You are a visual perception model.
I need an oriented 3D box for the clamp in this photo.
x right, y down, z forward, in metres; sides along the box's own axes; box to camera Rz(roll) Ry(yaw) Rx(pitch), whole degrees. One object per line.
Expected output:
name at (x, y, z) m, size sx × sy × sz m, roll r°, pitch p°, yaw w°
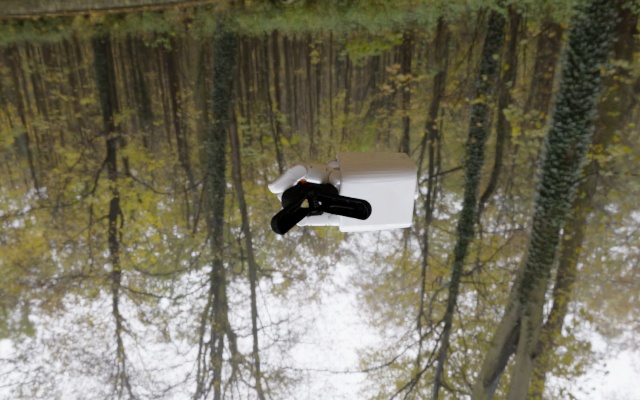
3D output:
clamp at (0.000, 0.003, 0.624) m, size 0.120 × 0.039 × 0.171 m, roll -2°, pitch 18°, yaw -1°
